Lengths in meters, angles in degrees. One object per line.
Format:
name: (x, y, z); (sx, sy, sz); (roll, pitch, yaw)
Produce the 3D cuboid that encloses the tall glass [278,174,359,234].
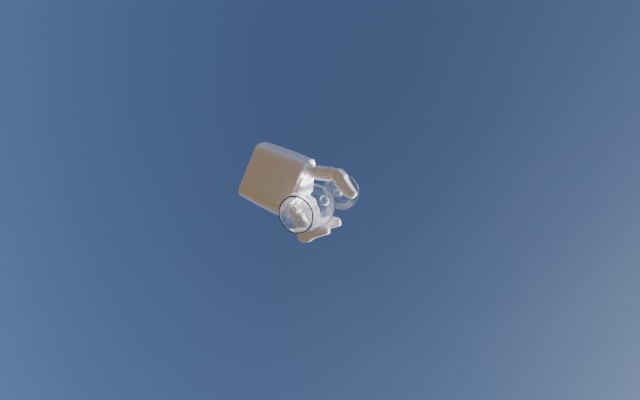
tall glass: (0.001, 0.003, 0.842); (0.079, 0.079, 0.201); (0, 12, 24)
